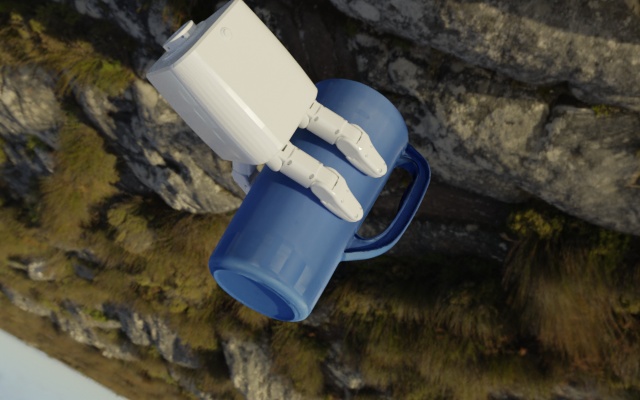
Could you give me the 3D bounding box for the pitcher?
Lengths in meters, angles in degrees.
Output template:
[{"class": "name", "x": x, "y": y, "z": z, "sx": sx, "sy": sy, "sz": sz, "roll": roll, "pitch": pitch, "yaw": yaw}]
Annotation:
[{"class": "pitcher", "x": 0.000, "y": 0.002, "z": 0.500, "sx": 0.149, "sy": 0.242, "sz": 0.145, "roll": -4, "pitch": -43, "yaw": 44}]
